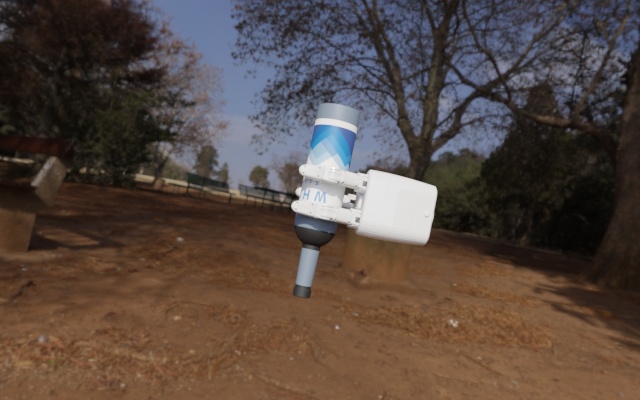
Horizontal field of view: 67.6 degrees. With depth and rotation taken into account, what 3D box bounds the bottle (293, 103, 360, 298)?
[{"bbox_3d":[0.000,0.002,0.737,0.069,0.295,0.069,12,-4,1],"label":"bottle"}]
